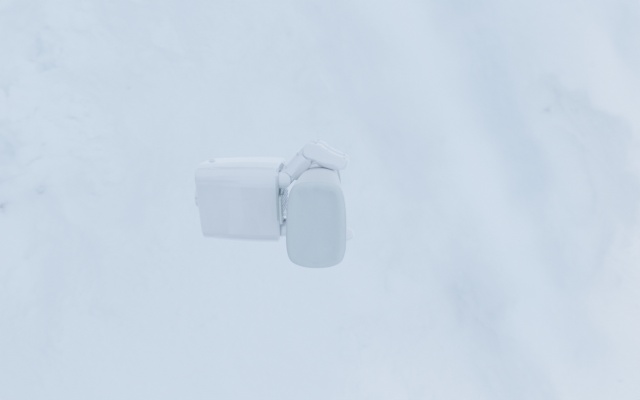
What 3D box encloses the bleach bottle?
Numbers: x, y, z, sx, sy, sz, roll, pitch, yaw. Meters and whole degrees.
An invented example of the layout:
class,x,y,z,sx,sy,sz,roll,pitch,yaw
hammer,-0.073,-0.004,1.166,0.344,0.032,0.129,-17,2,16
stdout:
class,x,y,z,sx,sy,sz,roll,pitch,yaw
bleach bottle,0.000,0.002,0.642,0.068,0.102,0.250,1,11,2
